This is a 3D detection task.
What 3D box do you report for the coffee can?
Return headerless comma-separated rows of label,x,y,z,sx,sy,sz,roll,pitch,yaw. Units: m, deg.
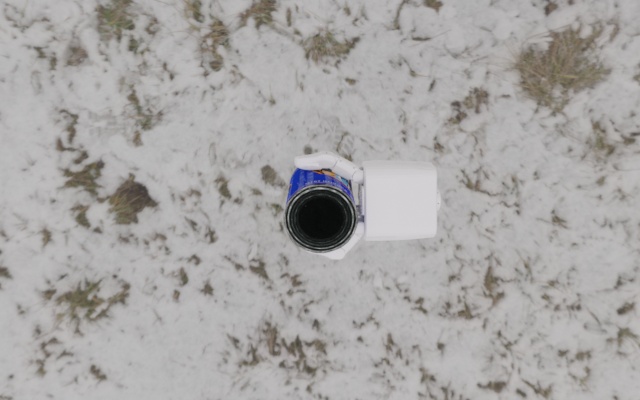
coffee can,0.000,0.002,0.715,0.103,0.103,0.140,0,20,0
